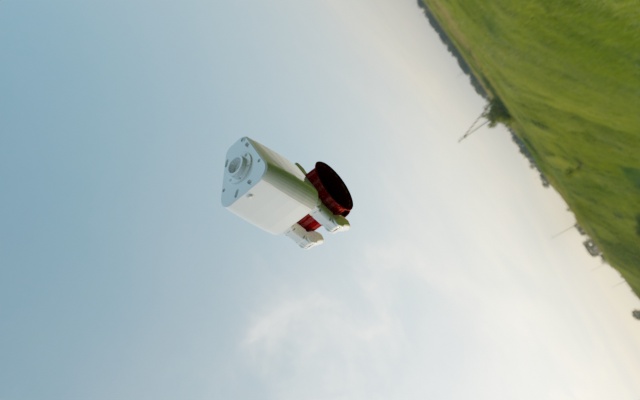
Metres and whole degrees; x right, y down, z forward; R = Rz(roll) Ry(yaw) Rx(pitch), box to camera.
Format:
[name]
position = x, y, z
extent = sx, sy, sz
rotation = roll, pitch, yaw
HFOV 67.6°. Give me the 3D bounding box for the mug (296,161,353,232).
[mug]
position = 0.001, 0.003, 0.775
extent = 0.081, 0.093, 0.117
rotation = -36, -44, 22
